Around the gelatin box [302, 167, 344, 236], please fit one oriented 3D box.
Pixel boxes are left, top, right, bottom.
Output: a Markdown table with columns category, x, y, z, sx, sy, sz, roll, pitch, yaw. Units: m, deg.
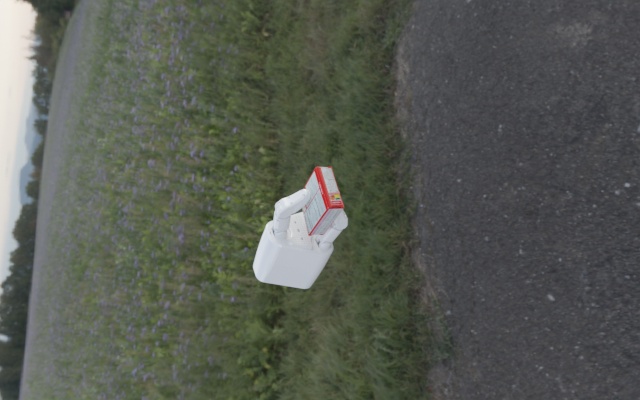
| category | x | y | z | sx | sy | sz | roll | pitch | yaw |
| --- | --- | --- | --- | --- | --- | --- | --- | --- | --- |
| gelatin box | 0.000 | 0.002 | 0.733 | 0.030 | 0.073 | 0.089 | -2 | -31 | -24 |
